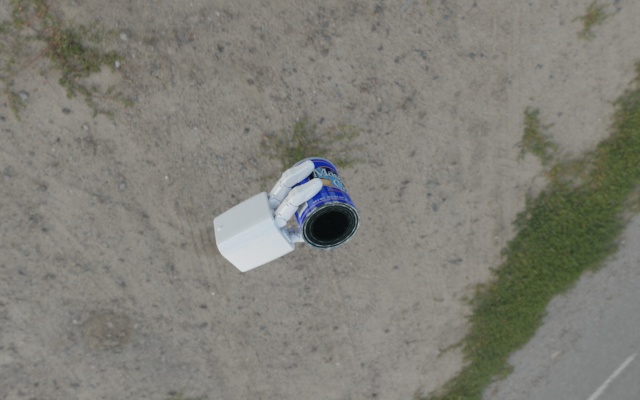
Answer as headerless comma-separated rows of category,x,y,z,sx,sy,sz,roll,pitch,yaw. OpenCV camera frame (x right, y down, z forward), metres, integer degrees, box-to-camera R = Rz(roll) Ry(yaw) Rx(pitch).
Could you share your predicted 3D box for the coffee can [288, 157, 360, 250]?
coffee can,0.000,0.003,0.844,0.103,0.103,0.140,0,36,-18
